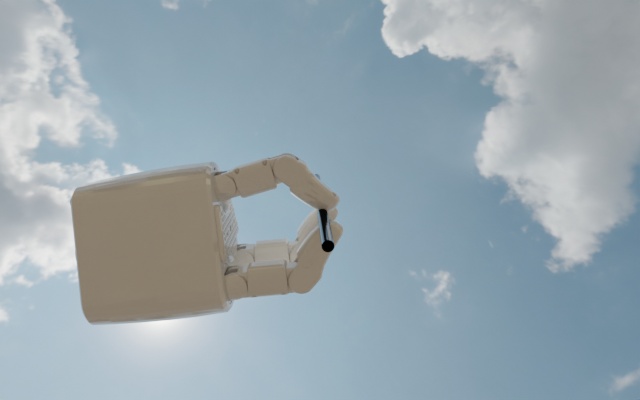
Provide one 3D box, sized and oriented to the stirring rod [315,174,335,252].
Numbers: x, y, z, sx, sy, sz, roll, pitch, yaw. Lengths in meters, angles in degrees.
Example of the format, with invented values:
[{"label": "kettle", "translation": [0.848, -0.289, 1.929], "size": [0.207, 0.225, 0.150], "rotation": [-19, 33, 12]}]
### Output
[{"label": "stirring rod", "translation": [0.000, 0.001, 0.411], "size": [0.011, 0.011, 0.239], "rotation": [0, 13, -2]}]
